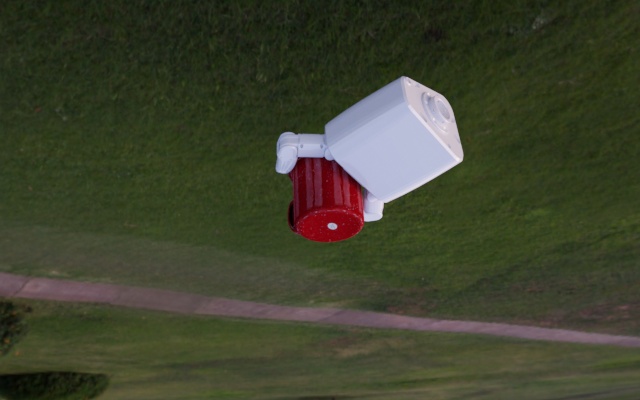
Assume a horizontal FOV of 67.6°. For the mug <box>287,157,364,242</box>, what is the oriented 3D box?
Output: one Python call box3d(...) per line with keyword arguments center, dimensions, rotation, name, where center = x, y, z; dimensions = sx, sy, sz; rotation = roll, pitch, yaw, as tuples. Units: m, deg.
box3d(center=(-0.001, 0.003, 0.576), dimensions=(0.093, 0.081, 0.117), rotation=(26, -42, -38), name="mug")
